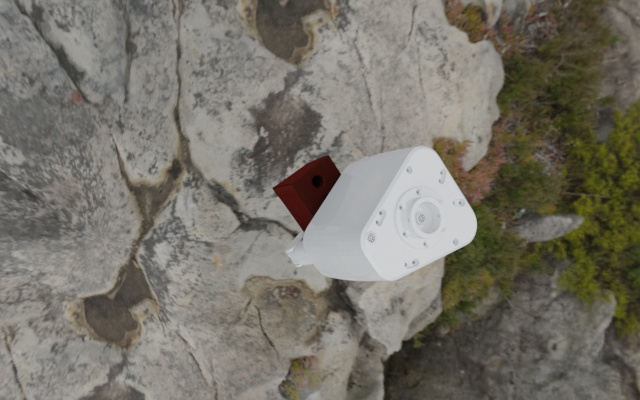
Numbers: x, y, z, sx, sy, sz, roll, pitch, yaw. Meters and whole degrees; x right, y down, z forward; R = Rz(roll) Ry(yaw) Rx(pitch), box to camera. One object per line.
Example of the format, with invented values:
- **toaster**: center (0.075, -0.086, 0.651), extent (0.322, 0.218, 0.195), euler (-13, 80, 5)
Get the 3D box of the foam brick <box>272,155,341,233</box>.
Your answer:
- **foam brick**: center (0.000, 0.001, 0.488), extent (0.053, 0.078, 0.051), euler (-40, 11, -23)
